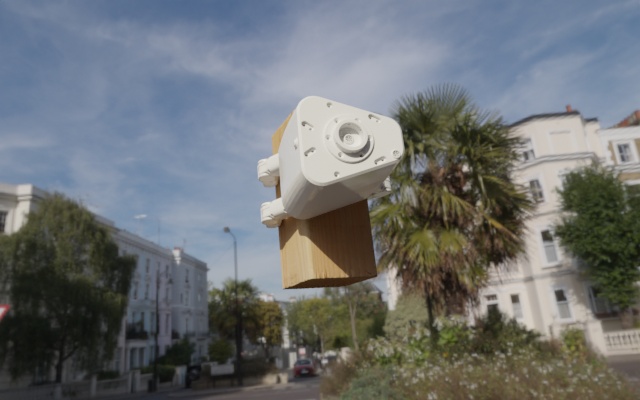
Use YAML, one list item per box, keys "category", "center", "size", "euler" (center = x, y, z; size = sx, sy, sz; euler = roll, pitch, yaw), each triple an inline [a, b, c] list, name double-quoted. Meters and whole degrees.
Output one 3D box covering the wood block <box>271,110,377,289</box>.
- category: "wood block"
  center: [0.001, 0.002, 0.603]
  size: [0.091, 0.206, 0.090]
  euler: [3, -18, -26]
